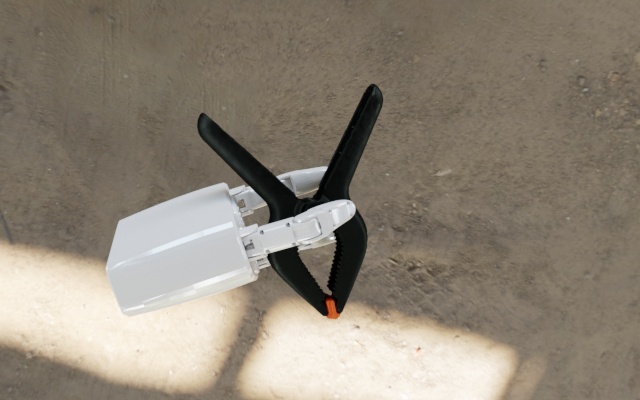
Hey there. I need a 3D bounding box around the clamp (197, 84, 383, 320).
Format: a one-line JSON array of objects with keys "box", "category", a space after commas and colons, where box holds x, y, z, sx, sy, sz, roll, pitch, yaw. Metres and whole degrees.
[{"box": [0.000, 0.002, 0.431, 0.164, 0.210, 0.036, -19, 10, -8], "category": "clamp"}]
